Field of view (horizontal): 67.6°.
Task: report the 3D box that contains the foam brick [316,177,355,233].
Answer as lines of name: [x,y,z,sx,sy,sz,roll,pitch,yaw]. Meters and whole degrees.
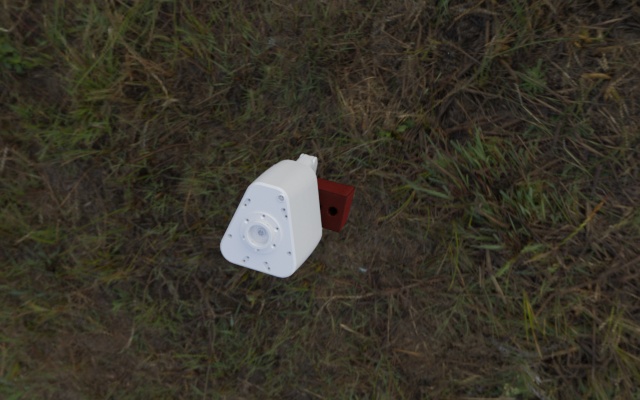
foam brick: [0.000,0.002,0.638,0.078,0.053,0.051,15,19,9]
